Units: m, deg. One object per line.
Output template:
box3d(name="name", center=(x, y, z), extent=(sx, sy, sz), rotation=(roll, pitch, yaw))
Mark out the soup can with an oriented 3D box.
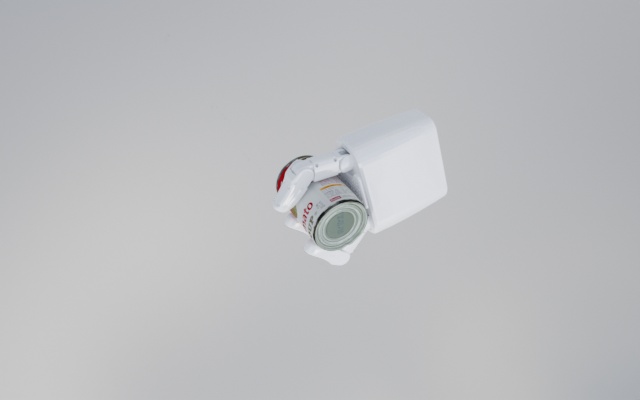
box3d(name="soup can", center=(0.000, 0.002, 0.543), extent=(0.068, 0.068, 0.102), rotation=(0, 32, -33))
